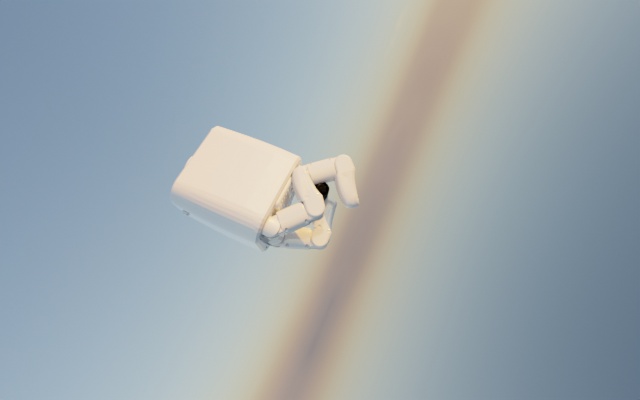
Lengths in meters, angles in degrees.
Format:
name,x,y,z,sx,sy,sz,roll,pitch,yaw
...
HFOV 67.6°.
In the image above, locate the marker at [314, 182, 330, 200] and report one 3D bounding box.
name,x,y,z,sx,sy,sz,roll,pitch,yaw
marker,0.000,0.002,0.585,0.020,0.020,0.121,0,-15,0
